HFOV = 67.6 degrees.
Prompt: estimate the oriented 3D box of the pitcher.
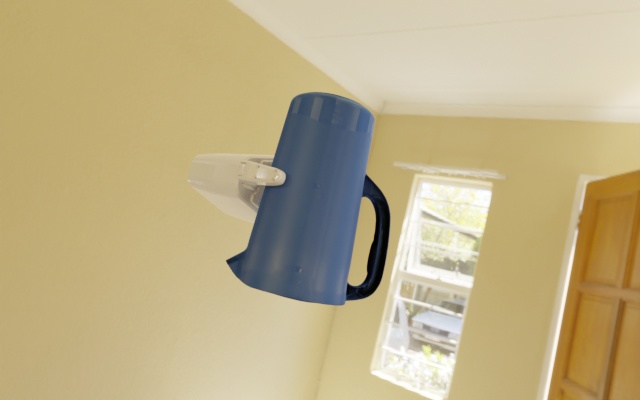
[{"bbox_3d":[0.000,0.002,0.585,0.145,0.243,0.149,9,-7,37],"label":"pitcher"}]
